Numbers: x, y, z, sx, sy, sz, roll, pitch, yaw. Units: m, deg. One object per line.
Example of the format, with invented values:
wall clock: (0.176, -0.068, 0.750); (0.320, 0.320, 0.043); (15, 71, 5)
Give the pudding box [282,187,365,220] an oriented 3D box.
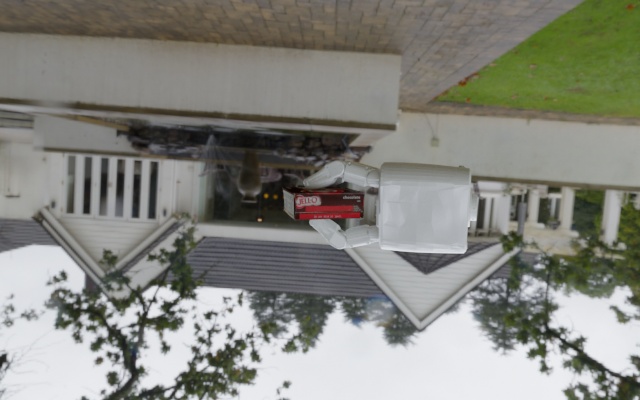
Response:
pudding box: (0.000, 0.002, 0.633); (0.090, 0.039, 0.113); (0, 3, -12)
